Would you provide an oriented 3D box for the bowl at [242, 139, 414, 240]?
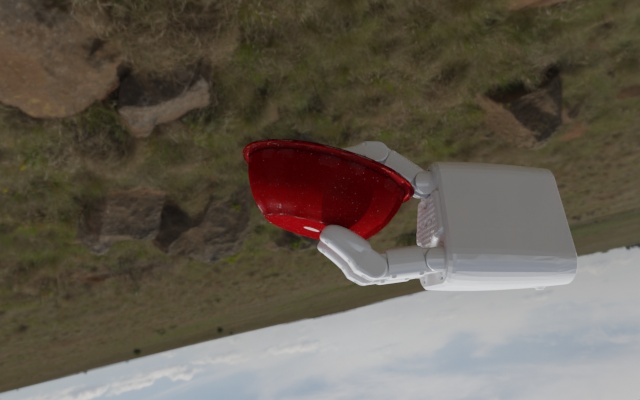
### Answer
[{"bbox_3d":[-0.001,0.002,0.437,0.162,0.055,0.162,14,-13,3],"label":"bowl"}]
